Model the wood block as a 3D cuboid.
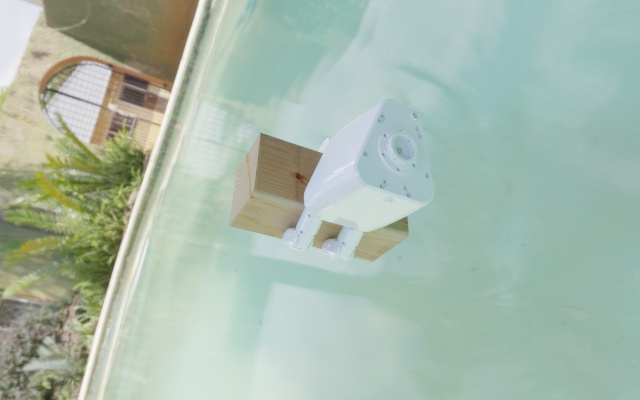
[{"bbox_3d":[0.000,0.002,0.612,0.206,0.090,0.090,17,-36,-22],"label":"wood block"}]
